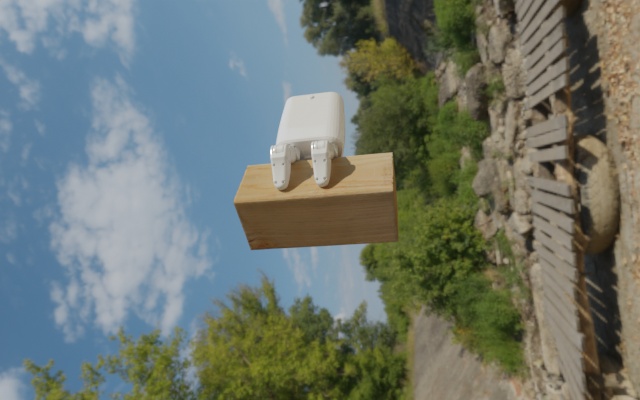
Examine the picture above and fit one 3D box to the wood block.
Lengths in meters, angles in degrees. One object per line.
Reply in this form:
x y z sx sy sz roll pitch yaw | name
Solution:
0.000 0.002 0.658 0.206 0.091 0.090 -4 38 11 | wood block
